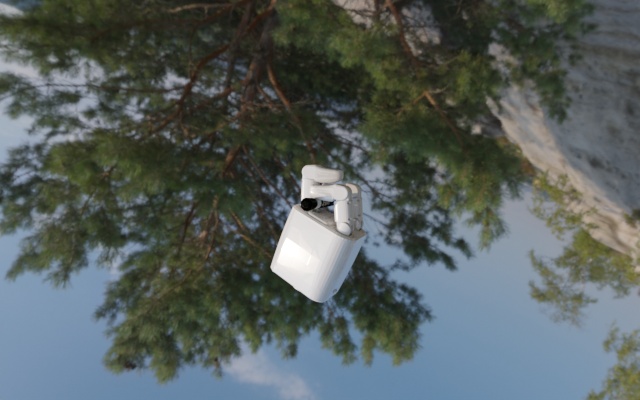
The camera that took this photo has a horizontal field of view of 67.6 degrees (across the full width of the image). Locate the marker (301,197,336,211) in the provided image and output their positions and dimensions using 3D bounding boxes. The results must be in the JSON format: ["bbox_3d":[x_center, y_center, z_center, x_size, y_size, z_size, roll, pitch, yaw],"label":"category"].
[{"bbox_3d":[0.000,0.002,0.703,0.020,0.020,0.121,0,4,20],"label":"marker"}]
